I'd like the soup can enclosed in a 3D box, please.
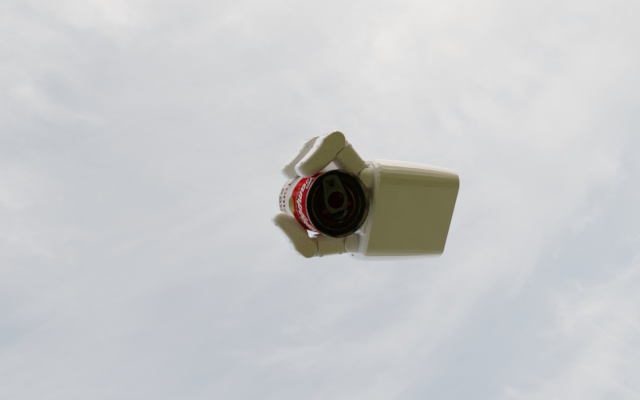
[{"bbox_3d":[0.000,0.002,0.514,0.068,0.068,0.102,0,2,-21],"label":"soup can"}]
